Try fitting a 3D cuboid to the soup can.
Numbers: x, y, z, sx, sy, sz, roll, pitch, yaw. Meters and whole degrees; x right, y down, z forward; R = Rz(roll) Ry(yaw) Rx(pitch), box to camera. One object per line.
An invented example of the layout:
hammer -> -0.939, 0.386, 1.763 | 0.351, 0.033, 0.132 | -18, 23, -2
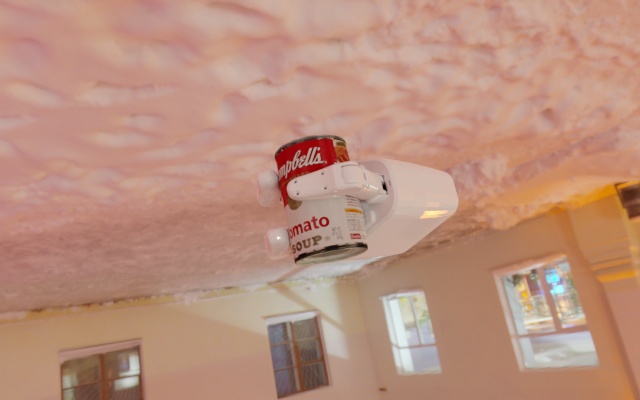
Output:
soup can -> 0.000, 0.002, 0.429 | 0.068, 0.102, 0.068 | -10, -15, -3
